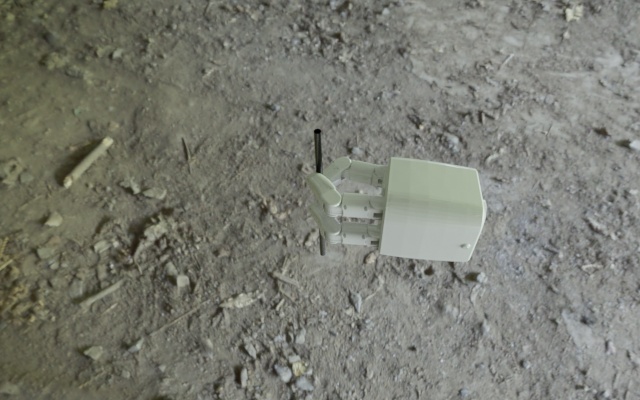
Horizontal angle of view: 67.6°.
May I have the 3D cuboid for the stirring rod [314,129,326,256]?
[{"bbox_3d":[0.000,0.002,0.597,0.011,0.011,0.240,0,-38,2],"label":"stirring rod"}]
